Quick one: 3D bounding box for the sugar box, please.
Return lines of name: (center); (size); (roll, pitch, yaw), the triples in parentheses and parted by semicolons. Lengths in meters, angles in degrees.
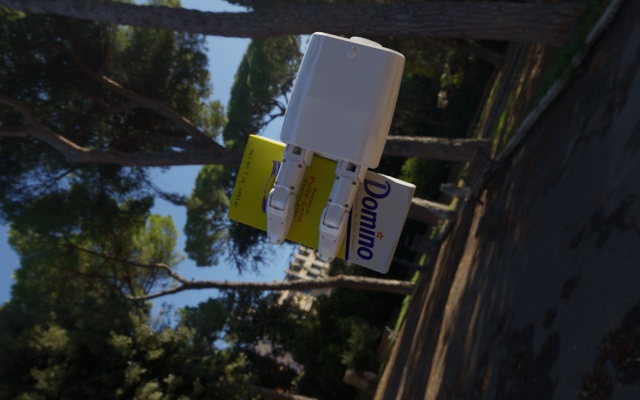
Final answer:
sugar box: (0.000, 0.001, 0.494); (0.176, 0.093, 0.048); (18, 8, 13)
